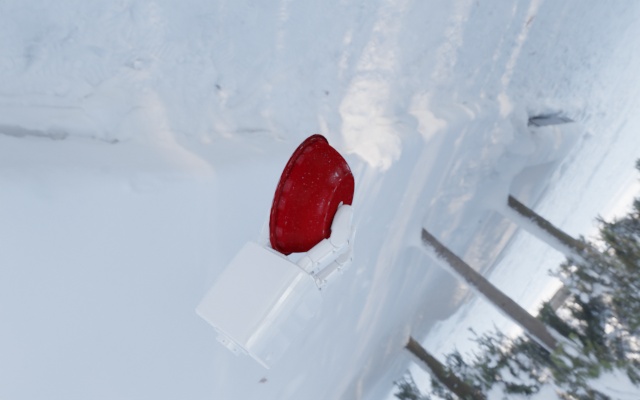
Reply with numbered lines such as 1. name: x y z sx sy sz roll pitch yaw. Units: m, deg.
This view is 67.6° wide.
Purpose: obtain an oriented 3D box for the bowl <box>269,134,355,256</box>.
1. bowl: 0.001 0.001 0.595 0.055 0.162 0.162 18 6 20
